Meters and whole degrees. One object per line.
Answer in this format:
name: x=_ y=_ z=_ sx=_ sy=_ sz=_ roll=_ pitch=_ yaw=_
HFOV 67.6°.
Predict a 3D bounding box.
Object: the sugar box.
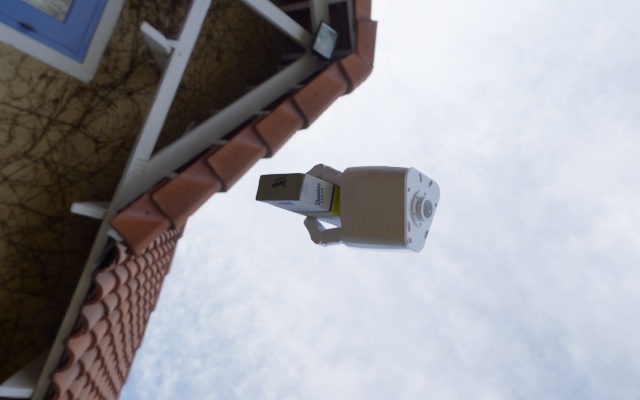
sugar box: x=0.000 y=0.002 z=0.711 sx=0.093 sy=0.048 sz=0.176 roll=0 pitch=-16 yaw=42
